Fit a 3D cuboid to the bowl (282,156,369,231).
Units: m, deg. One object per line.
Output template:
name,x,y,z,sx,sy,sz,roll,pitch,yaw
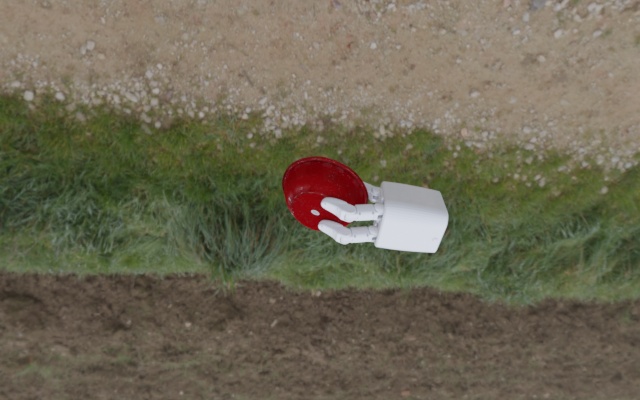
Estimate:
bowl,-0.001,0.003,0.839,0.162,0.162,0.055,0,41,22
